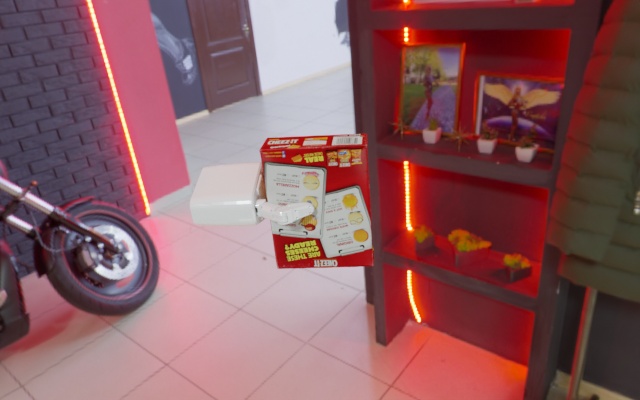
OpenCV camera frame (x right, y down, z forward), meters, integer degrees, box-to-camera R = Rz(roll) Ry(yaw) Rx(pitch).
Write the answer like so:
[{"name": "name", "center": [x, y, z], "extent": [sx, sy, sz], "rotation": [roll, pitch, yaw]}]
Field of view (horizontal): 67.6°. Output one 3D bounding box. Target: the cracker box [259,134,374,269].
[{"name": "cracker box", "center": [0.000, 0.002, 0.775], "extent": [0.164, 0.214, 0.072], "rotation": [-2, 26, 7]}]
